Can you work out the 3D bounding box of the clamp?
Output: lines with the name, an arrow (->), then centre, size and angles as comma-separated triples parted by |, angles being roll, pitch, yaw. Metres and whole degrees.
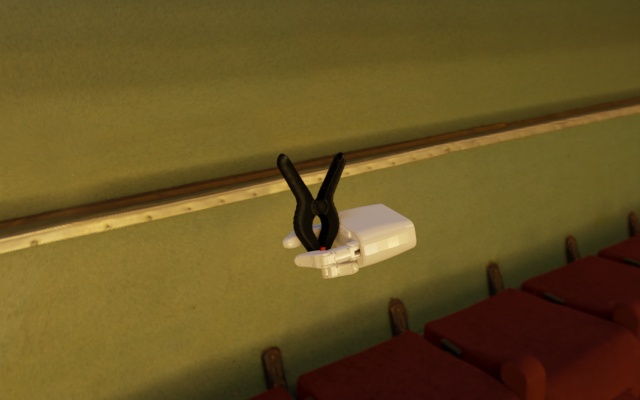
clamp -> 0.000, 0.003, 0.745 | 0.120, 0.171, 0.039 | -14, 9, -26
